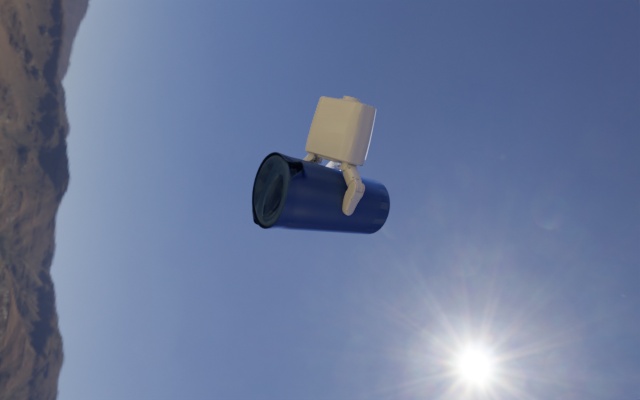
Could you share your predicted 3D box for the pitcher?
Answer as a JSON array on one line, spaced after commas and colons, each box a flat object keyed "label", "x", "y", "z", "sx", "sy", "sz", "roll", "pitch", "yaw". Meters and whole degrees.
[{"label": "pitcher", "x": 0.000, "y": 0.003, "z": 0.885, "sx": 0.243, "sy": 0.145, "sz": 0.149, "roll": 10, "pitch": 8, "yaw": -33}]
